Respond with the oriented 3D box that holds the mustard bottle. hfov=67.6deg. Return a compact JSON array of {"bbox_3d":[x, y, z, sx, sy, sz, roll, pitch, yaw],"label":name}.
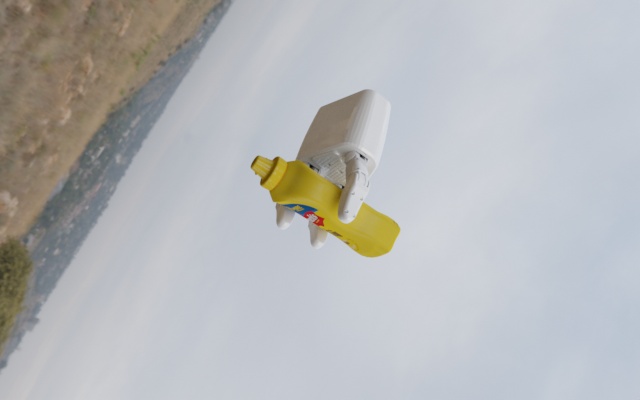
[{"bbox_3d":[0.000,0.002,0.583,0.192,0.058,0.096,32,-11,-20],"label":"mustard bottle"}]
